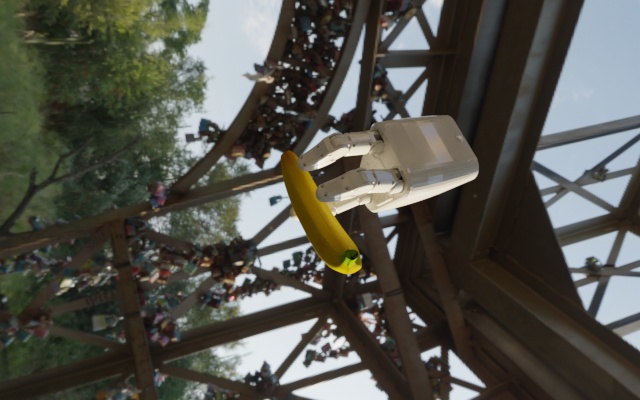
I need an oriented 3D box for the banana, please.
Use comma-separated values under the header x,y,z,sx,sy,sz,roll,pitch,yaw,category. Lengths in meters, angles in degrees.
x,y,z,sx,sy,sz,roll,pitch,yaw,category
0.001,0.019,0.527,0.037,0.070,0.197,-14,40,-20,banana
